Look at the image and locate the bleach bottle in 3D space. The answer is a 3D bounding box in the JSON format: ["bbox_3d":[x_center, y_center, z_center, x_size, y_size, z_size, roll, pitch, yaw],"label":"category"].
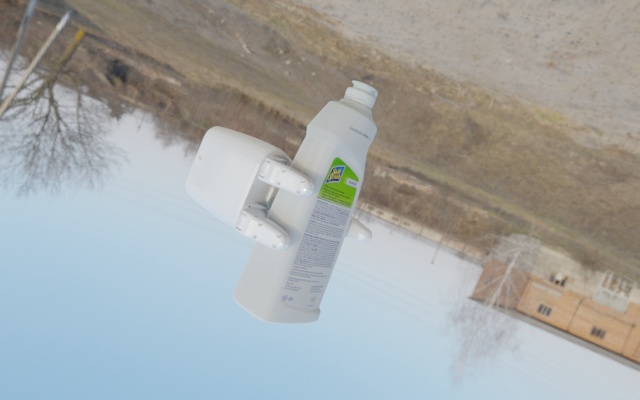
[{"bbox_3d":[0.000,0.002,0.496,0.068,0.251,0.102,27,5,36],"label":"bleach bottle"}]
